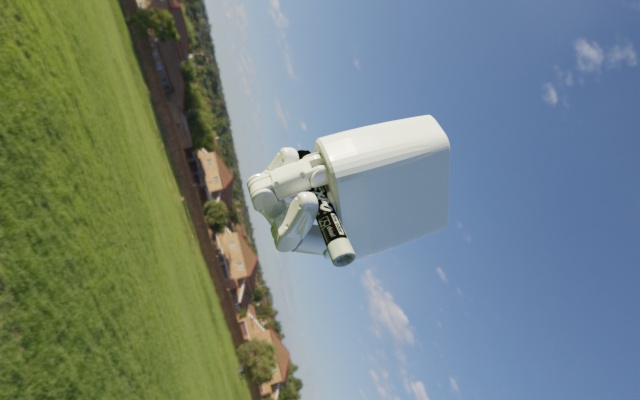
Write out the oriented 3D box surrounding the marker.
[{"bbox_3d":[0.000,0.001,0.401,0.020,0.121,0.020,-14,-38,-11],"label":"marker"}]
